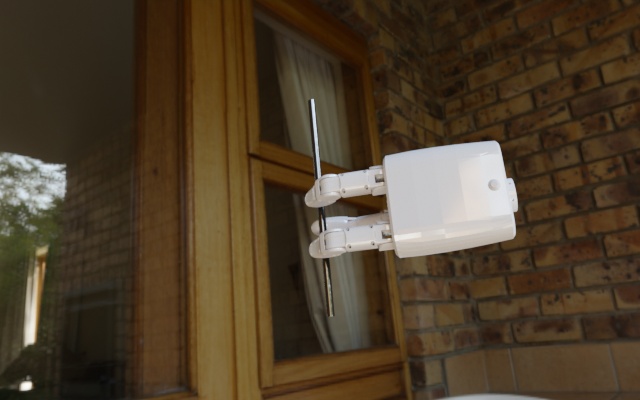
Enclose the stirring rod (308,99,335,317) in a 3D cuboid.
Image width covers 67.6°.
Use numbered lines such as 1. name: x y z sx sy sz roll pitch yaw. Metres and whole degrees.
1. stirring rod: 0.000 0.002 0.514 0.011 0.239 0.011 -5 -15 -1
